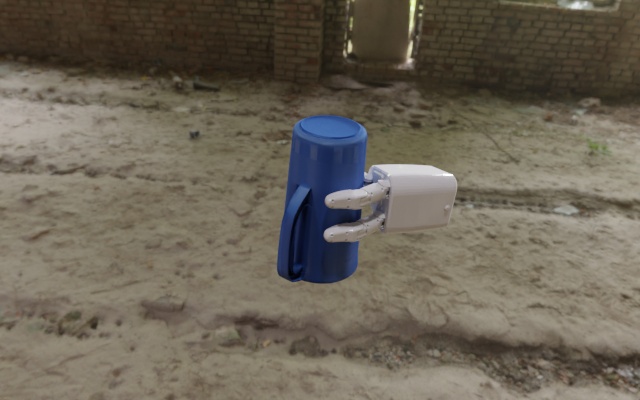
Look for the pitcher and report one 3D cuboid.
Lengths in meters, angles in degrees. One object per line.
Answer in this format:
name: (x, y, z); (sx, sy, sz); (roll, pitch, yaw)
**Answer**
pitcher: (0.000, 0.002, 0.734); (0.145, 0.243, 0.149); (-2, 30, -12)
